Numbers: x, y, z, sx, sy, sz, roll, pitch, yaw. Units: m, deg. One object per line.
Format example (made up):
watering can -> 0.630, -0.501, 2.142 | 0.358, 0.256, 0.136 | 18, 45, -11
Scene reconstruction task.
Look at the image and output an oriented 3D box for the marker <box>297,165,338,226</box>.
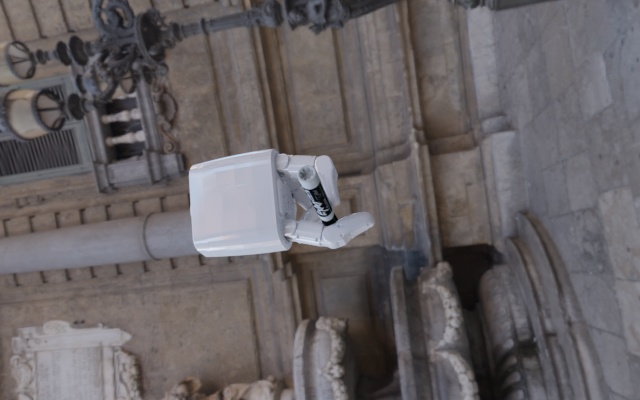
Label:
marker -> 0.000, 0.002, 0.495 | 0.020, 0.020, 0.121 | 0, -26, 14
